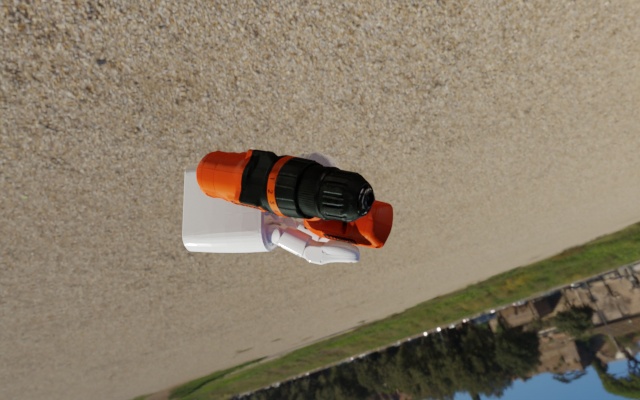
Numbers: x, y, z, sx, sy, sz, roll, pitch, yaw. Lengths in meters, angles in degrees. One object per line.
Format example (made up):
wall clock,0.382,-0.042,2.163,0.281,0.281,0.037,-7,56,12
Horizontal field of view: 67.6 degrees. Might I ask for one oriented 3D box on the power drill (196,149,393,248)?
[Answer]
power drill,0.000,0.002,0.469,0.184,0.057,0.188,13,-8,35
